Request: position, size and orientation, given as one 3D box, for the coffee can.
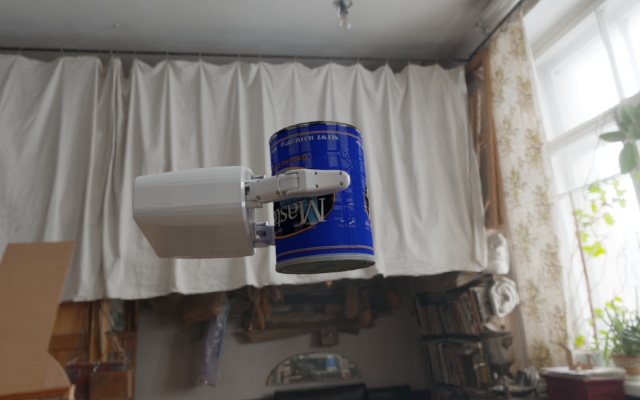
[{"bbox_3d":[0.000,0.002,0.503,0.103,0.140,0.103,-4,-15,-1],"label":"coffee can"}]
